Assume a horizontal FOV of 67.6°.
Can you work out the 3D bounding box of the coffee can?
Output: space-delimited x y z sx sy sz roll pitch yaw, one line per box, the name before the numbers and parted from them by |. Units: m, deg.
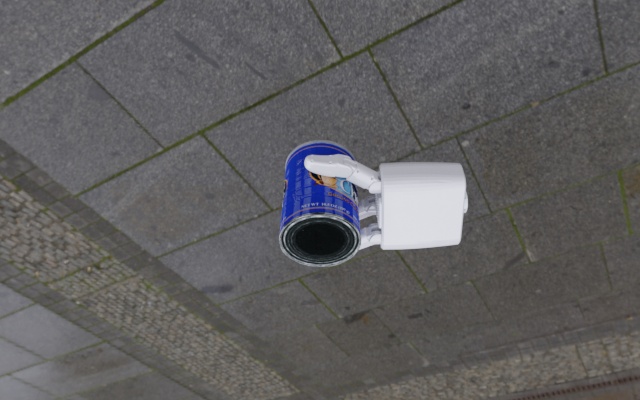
coffee can | 0.000 0.002 0.638 0.103 0.140 0.103 0 -45 0
